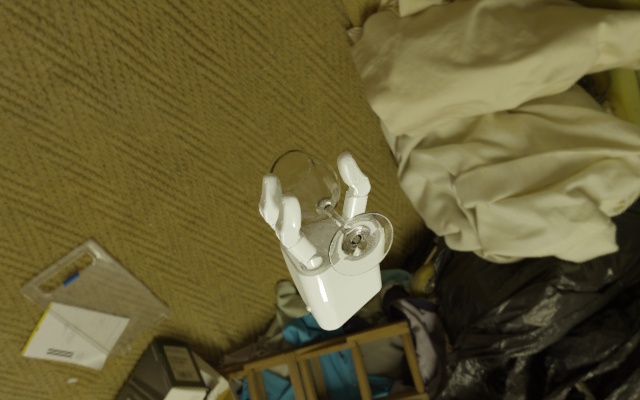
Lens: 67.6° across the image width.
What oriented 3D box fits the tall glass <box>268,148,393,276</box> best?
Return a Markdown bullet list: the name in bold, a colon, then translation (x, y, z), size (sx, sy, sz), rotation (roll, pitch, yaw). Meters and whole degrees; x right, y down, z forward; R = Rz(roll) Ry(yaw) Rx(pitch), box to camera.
- **tall glass**: translation (0.000, 0.002, 0.558), size (0.079, 0.079, 0.201), rotation (0, 26, -28)
